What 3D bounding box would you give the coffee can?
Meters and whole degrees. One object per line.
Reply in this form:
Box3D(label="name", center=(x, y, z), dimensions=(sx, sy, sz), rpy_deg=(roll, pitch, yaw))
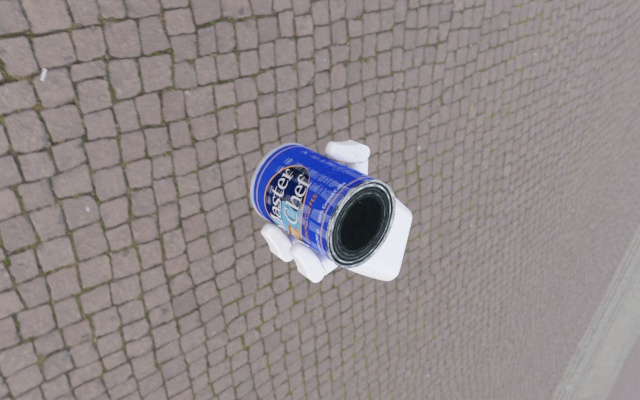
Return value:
Box3D(label="coffee can", center=(0.000, 0.002, 0.550), dimensions=(0.103, 0.103, 0.140), rpy_deg=(0, 21, -44))
